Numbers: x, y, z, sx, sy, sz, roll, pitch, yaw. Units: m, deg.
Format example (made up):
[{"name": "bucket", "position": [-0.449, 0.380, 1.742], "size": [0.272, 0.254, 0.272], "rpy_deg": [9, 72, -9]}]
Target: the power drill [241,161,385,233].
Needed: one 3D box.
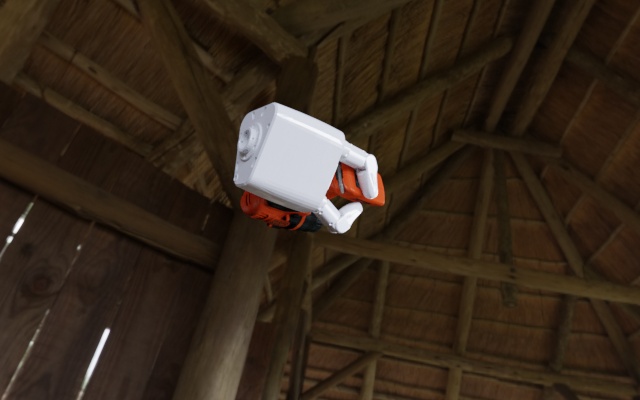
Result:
[{"name": "power drill", "position": [0.000, 0.002, 0.737], "size": [0.188, 0.057, 0.184], "rpy_deg": [-20, -22, 30]}]
